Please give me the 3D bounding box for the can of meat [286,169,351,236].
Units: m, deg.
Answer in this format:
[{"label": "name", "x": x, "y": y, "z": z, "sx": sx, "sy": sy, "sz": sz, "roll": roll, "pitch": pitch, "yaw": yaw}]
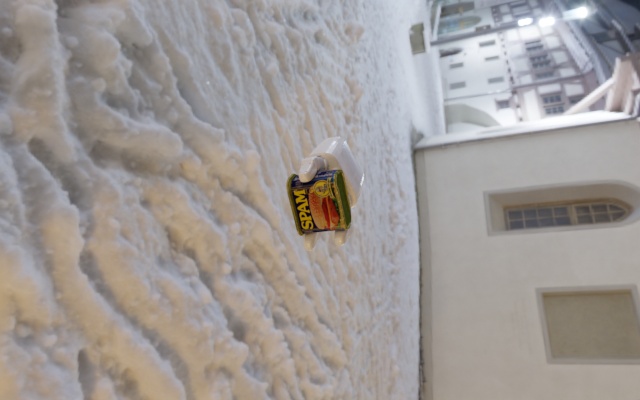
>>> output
[{"label": "can of meat", "x": 0.000, "y": 0.002, "z": 0.777, "sx": 0.084, "sy": 0.102, "sz": 0.057, "roll": -7, "pitch": 19, "yaw": 18}]
